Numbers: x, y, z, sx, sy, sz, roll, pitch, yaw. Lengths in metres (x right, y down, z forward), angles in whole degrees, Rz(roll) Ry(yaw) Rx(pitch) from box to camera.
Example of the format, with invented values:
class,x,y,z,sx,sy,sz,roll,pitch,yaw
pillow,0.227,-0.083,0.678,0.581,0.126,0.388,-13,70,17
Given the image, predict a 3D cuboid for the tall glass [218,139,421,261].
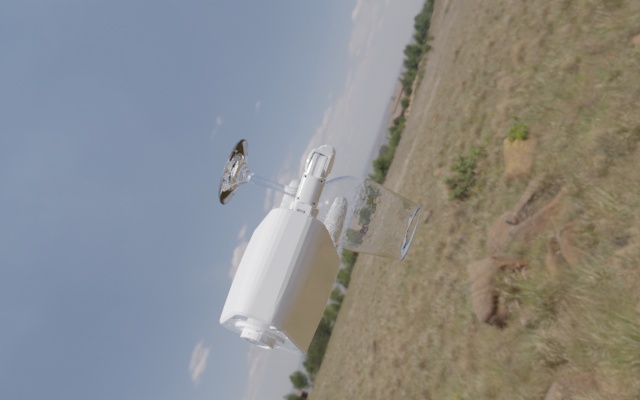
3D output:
class,x,y,z,sx,sy,sz,roll,pitch,yaw
tall glass,-0.001,0.001,0.504,0.201,0.079,0.079,19,1,5
